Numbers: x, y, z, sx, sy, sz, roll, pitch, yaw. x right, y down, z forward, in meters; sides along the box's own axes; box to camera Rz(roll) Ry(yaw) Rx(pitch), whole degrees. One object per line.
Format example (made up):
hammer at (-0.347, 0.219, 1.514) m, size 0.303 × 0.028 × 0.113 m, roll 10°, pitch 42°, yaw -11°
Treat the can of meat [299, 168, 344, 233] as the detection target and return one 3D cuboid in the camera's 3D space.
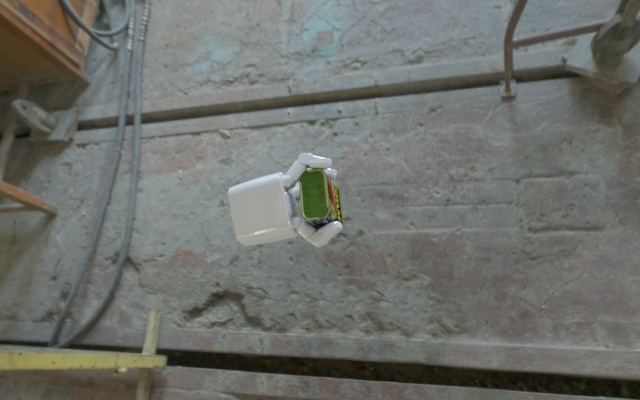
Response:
can of meat at (0.000, 0.003, 0.856) m, size 0.057 × 0.102 × 0.084 m, roll -12°, pitch -23°, yaw 14°
